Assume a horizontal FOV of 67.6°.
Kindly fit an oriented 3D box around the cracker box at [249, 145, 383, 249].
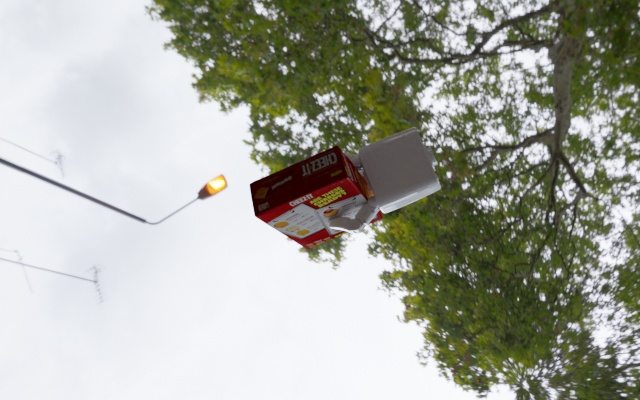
[{"bbox_3d":[0.000,0.003,0.835,0.164,0.072,0.214,-23,-27,13],"label":"cracker box"}]
